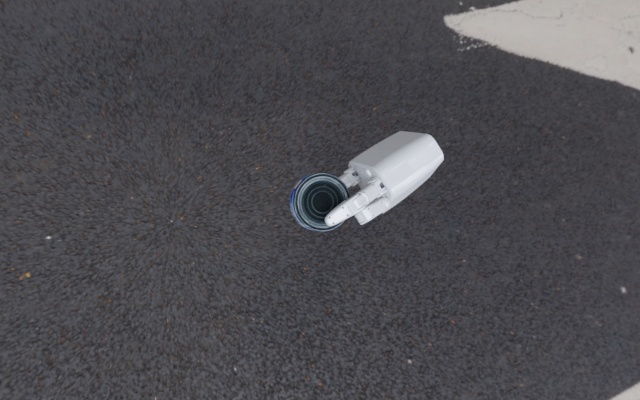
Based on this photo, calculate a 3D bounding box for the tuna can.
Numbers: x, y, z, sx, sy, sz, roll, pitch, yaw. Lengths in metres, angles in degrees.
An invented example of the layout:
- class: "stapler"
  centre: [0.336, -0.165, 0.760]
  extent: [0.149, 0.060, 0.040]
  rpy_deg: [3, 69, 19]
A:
- class: "tuna can"
  centre: [0.000, 0.002, 0.689]
  extent: [0.086, 0.086, 0.034]
  rpy_deg: [0, 1, -13]
